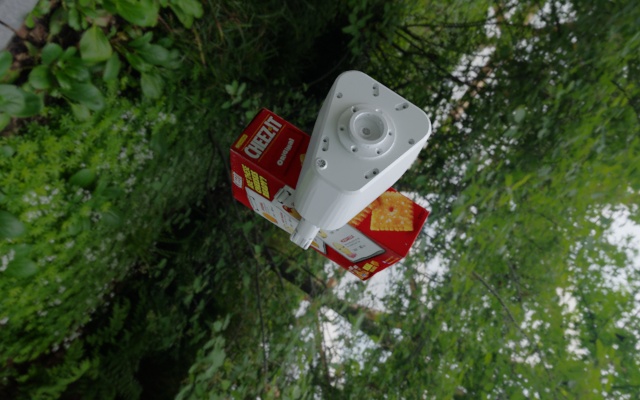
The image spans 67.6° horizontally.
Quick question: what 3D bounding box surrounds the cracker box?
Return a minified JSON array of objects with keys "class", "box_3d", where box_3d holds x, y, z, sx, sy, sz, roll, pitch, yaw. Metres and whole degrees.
[{"class":"cracker box","box_3d":[0.000,0.002,0.573,0.213,0.072,0.164,33,-20,2]}]
